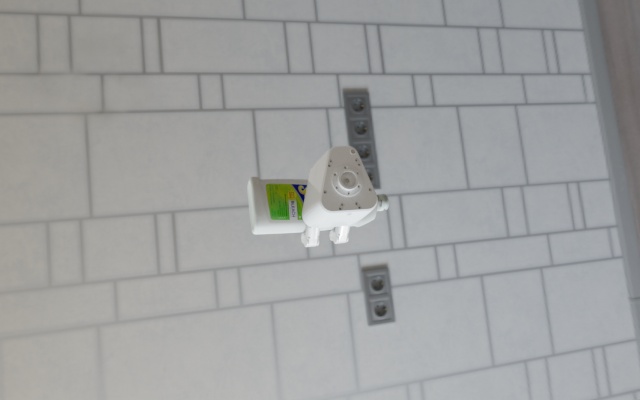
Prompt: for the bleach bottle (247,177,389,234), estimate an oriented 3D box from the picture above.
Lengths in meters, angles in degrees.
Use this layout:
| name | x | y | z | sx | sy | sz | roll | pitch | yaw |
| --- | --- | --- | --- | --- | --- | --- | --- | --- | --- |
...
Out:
| name | x | y | z | sx | sy | sz | roll | pitch | yaw |
| --- | --- | --- | --- | --- | --- | --- | --- | --- | --- |
| bleach bottle | 0.000 | 0.003 | 0.859 | 0.251 | 0.102 | 0.068 | -4 | -14 | -15 |
